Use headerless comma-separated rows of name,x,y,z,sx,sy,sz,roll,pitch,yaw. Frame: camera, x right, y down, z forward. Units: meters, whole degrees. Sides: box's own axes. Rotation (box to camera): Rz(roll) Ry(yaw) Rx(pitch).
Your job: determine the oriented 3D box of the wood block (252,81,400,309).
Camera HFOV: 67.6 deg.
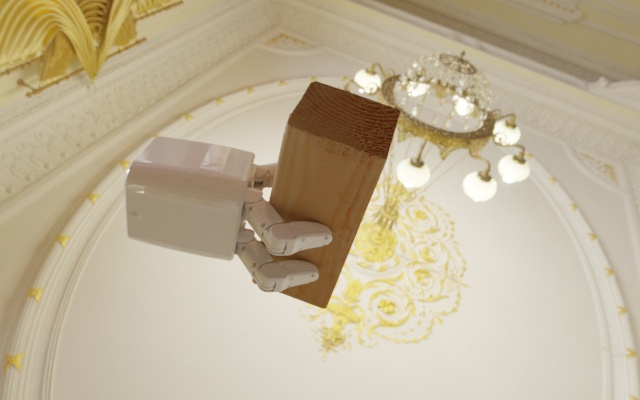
wood block,0.000,0.001,0.481,0.090,0.206,0.090,19,41,2
